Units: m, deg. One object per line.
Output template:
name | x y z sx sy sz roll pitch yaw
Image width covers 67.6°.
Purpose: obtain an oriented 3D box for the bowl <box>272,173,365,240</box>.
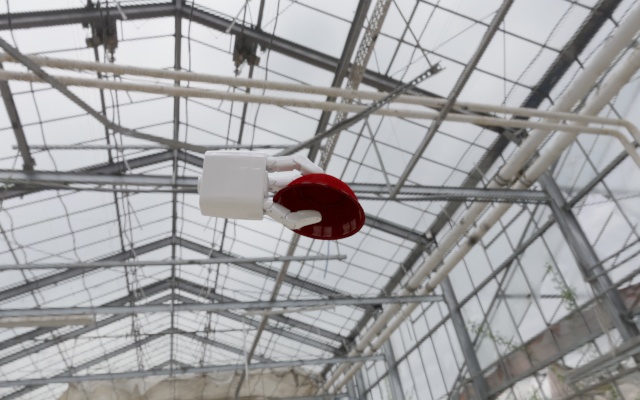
bowl | 0.001 0.003 0.824 0.162 0.055 0.162 8 -37 6
